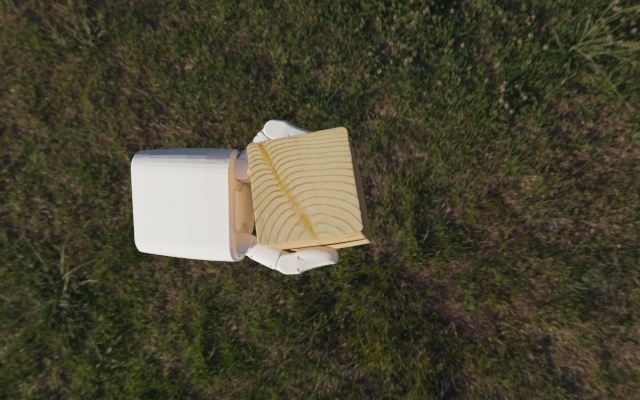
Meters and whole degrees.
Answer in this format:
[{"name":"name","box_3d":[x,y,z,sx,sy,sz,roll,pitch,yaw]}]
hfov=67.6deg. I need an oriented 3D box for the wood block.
[{"name":"wood block","box_3d":[0.000,0.002,0.496,0.090,0.091,0.206,-9,-8,7]}]
